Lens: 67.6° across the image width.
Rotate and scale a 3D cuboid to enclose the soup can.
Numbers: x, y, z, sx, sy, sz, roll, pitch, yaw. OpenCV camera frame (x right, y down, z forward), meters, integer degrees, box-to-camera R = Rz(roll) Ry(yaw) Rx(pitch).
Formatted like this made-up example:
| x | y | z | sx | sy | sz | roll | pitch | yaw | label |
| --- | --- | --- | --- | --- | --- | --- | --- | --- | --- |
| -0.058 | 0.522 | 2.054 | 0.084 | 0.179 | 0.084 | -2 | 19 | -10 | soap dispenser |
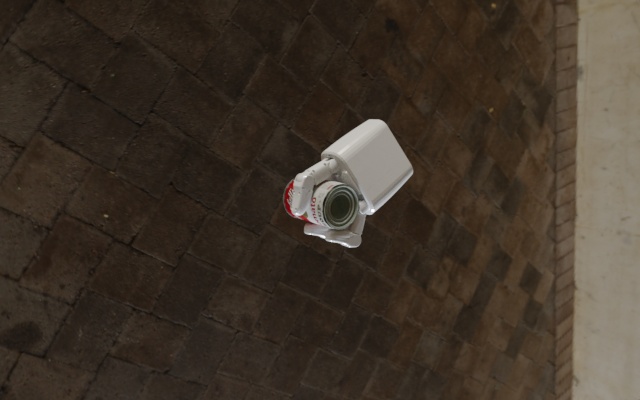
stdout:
| x | y | z | sx | sy | sz | roll | pitch | yaw | label |
| --- | --- | --- | --- | --- | --- | --- | --- | --- | --- |
| 0.000 | 0.003 | 0.715 | 0.068 | 0.068 | 0.102 | 0 | 9 | -38 | soup can |
